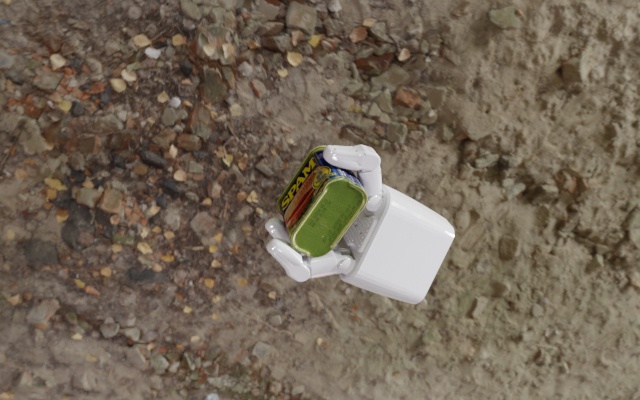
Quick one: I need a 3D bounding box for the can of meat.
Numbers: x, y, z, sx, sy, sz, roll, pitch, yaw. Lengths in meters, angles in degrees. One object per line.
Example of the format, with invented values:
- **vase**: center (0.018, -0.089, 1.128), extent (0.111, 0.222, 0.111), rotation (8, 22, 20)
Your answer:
- **can of meat**: center (0.000, 0.002, 0.531), extent (0.057, 0.102, 0.084), rotation (27, 19, -25)
